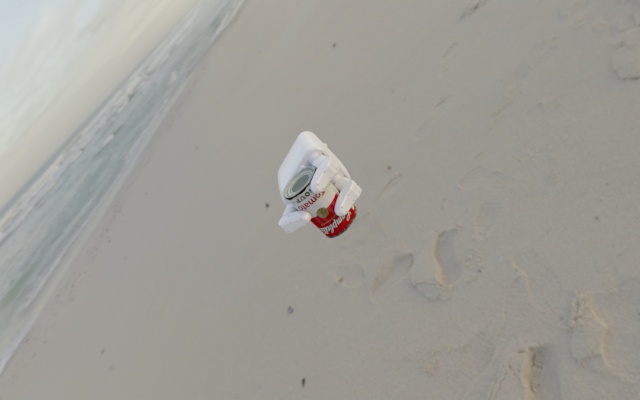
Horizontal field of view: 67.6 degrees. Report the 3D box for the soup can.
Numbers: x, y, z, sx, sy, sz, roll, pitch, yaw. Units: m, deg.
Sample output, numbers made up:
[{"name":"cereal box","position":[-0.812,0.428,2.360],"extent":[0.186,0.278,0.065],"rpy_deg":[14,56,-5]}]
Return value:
[{"name":"soup can","position":[0.000,0.003,0.754],"extent":[0.102,0.068,0.068],"rpy_deg":[44,-22,-25]}]
